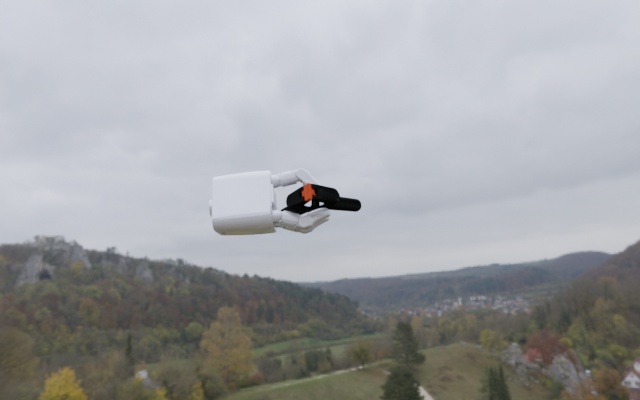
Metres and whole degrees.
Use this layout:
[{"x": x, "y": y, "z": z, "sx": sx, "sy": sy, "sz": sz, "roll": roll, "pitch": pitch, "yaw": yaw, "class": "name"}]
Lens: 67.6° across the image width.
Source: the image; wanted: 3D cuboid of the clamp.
[{"x": 0.000, "y": 0.002, "z": 0.873, "sx": 0.164, "sy": 0.036, "sz": 0.210, "roll": -7, "pitch": -11, "yaw": -2, "class": "clamp"}]
